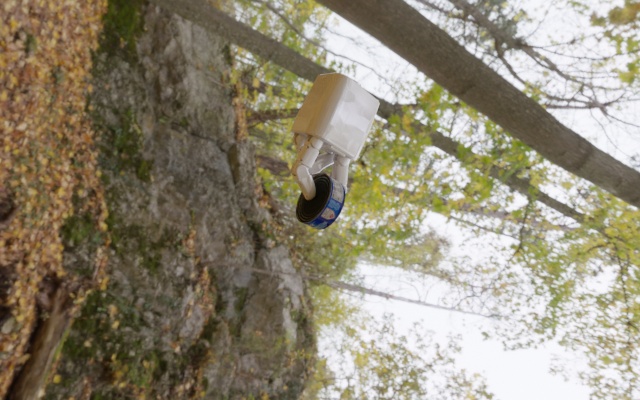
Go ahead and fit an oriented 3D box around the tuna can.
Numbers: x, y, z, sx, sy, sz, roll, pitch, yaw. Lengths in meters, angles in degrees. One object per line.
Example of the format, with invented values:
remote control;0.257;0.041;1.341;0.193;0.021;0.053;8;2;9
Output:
tuna can;0.001;0.003;0.758;0.034;0.086;0.086;28;-16;-31
